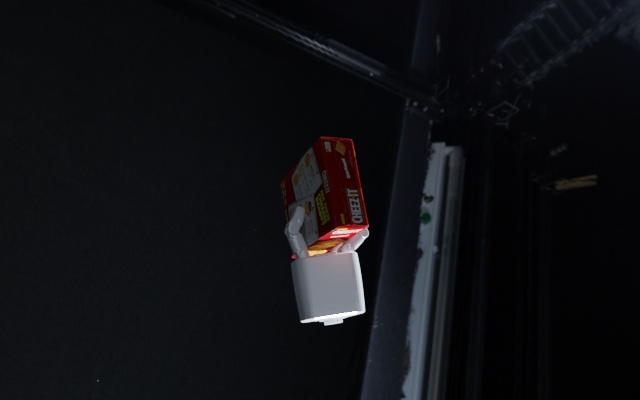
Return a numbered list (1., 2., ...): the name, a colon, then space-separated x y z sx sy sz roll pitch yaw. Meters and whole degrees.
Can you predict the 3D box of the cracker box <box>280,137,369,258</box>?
1. cracker box: 0.000 0.003 0.883 0.072 0.164 0.214 -2 -18 -26
